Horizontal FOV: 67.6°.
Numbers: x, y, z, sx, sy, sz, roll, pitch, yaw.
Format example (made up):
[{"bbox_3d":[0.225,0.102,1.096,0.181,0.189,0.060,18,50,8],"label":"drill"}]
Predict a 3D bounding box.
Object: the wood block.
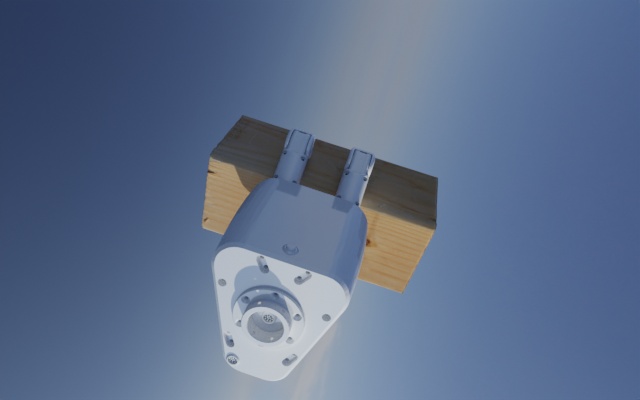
[{"bbox_3d":[0.000,0.002,0.471,0.206,0.091,0.090,18,36,2],"label":"wood block"}]
